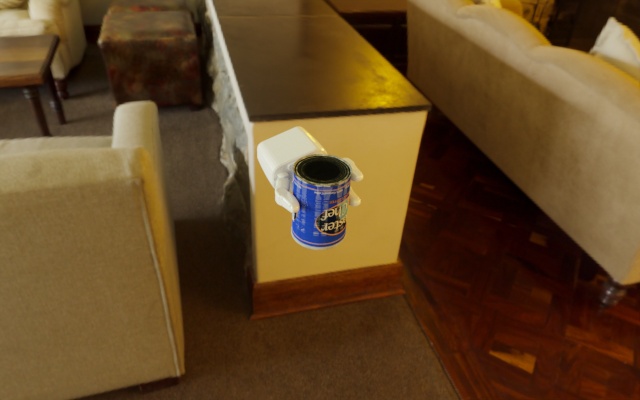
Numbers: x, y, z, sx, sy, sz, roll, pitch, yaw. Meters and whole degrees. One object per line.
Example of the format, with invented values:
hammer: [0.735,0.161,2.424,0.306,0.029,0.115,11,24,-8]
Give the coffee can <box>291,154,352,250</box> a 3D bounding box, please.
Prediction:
coffee can: [0.000,0.003,0.853,0.103,0.140,0.102,2,35,-2]
